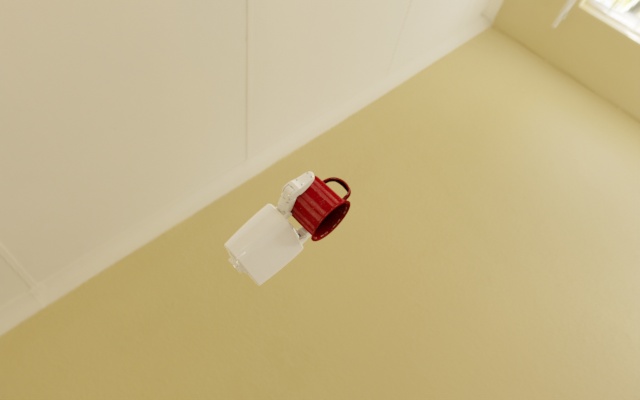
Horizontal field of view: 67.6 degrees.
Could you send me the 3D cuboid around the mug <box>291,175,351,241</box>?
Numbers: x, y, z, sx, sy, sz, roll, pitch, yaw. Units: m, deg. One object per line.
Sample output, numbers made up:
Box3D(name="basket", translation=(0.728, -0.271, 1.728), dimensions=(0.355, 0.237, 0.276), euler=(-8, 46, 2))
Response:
Box3D(name="mug", translation=(0.001, 0.002, 0.834), dimensions=(0.117, 0.081, 0.093), euler=(-41, -20, -15))
